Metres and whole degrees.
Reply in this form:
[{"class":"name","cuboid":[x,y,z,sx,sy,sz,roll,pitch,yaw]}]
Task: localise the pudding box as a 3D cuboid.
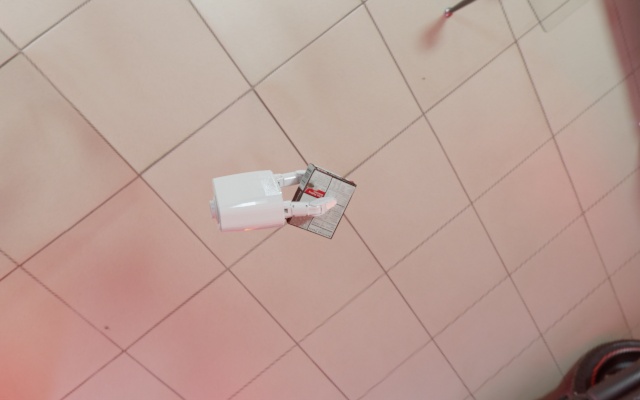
[{"class":"pudding box","cuboid":[0.000,0.003,0.850,0.090,0.113,0.039,22,12,-22]}]
